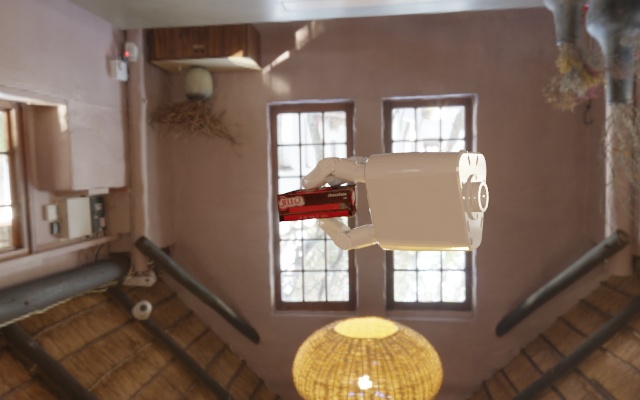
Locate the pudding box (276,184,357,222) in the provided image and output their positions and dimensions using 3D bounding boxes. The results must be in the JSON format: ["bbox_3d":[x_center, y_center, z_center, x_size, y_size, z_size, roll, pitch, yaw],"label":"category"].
[{"bbox_3d":[0.000,0.002,0.606,0.090,0.039,0.113,-4,2,8],"label":"pudding box"}]
